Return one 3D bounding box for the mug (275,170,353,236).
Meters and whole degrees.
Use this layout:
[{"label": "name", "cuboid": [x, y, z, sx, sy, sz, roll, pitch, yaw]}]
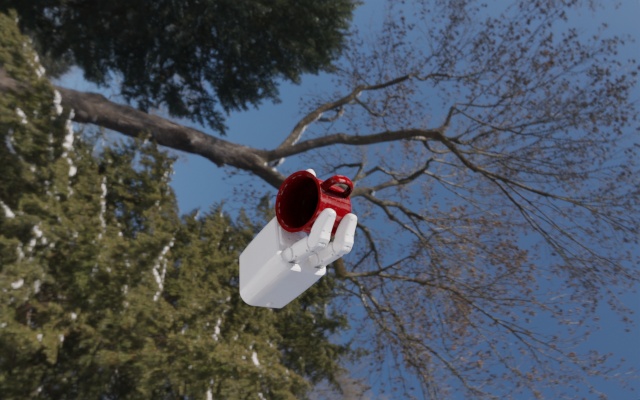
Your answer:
[{"label": "mug", "cuboid": [0.001, 0.001, 0.717, 0.117, 0.093, 0.081, -42, -37, 26]}]
